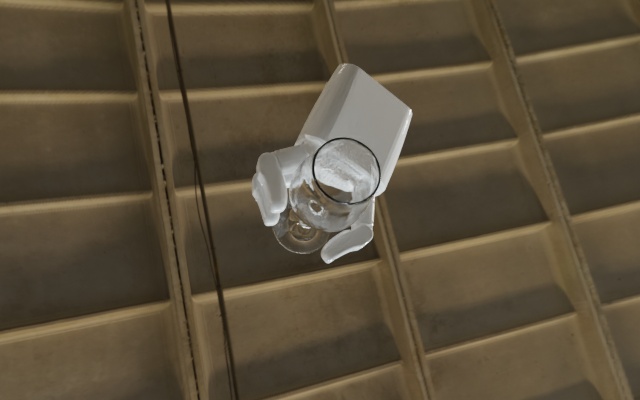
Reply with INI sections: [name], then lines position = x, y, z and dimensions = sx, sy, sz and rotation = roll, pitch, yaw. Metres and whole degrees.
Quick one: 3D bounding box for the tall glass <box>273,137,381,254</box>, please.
[tall glass]
position = 0.000, 0.002, 0.501
dimensions = 0.079, 0.079, 0.201
rotation = 0, -16, -14
